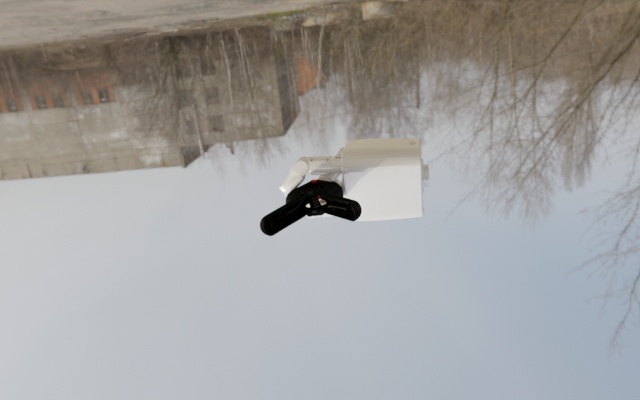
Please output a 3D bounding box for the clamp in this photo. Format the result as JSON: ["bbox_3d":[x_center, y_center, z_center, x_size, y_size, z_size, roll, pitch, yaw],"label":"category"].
[{"bbox_3d":[0.000,0.003,0.621,0.120,0.039,0.171,-2,18,12],"label":"clamp"}]
